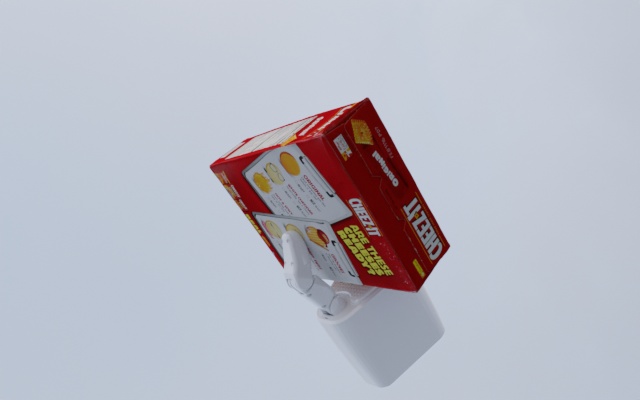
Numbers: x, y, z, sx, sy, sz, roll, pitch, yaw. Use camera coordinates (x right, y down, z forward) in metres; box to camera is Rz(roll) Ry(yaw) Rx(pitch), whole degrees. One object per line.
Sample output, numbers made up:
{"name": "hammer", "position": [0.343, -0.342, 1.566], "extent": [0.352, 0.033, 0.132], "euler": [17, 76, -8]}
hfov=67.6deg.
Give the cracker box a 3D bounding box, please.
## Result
{"name": "cracker box", "position": [0.000, 0.002, 0.482], "extent": [0.072, 0.164, 0.214], "euler": [-44, 22, -30]}
